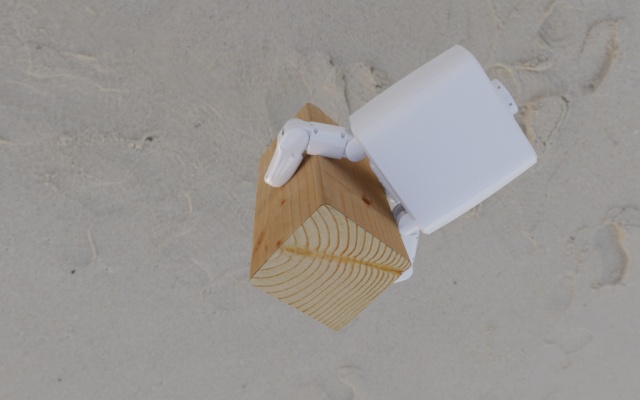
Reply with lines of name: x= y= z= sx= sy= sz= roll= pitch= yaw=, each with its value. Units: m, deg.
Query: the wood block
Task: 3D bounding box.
wood block: x=0.000 y=0.001 z=0.440 sx=0.091 sy=0.090 sz=0.206 roll=35 pitch=22 yaw=-22
